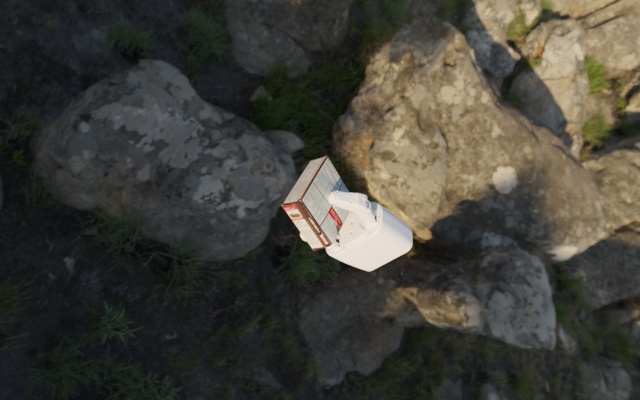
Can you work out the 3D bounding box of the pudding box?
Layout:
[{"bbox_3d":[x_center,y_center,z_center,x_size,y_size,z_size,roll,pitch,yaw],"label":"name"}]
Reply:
[{"bbox_3d":[0.000,0.002,0.701,0.039,0.090,0.113,-17,29,34],"label":"pudding box"}]
